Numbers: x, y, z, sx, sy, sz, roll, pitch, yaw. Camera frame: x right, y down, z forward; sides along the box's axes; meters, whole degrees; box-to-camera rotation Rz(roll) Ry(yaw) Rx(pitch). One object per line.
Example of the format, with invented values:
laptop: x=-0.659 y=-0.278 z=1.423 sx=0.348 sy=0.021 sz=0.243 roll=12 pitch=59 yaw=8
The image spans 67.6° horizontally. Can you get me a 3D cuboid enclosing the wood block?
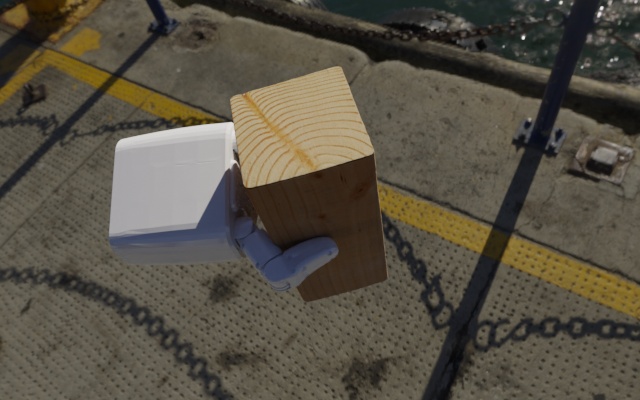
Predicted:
wood block: x=0.000 y=0.002 z=0.417 sx=0.090 sy=0.090 sz=0.206 roll=-16 pitch=-34 yaw=1
